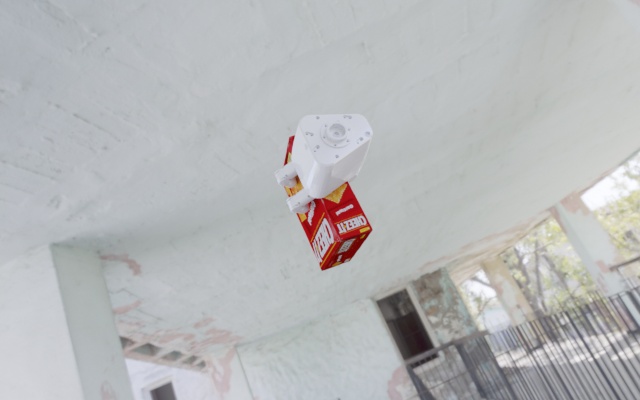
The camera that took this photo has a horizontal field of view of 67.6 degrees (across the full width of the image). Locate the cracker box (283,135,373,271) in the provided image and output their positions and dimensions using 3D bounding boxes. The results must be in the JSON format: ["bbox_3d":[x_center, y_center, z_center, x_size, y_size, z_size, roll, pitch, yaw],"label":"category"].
[{"bbox_3d":[0.000,0.003,0.880,0.072,0.213,0.164,-18,-21,-19],"label":"cracker box"}]
